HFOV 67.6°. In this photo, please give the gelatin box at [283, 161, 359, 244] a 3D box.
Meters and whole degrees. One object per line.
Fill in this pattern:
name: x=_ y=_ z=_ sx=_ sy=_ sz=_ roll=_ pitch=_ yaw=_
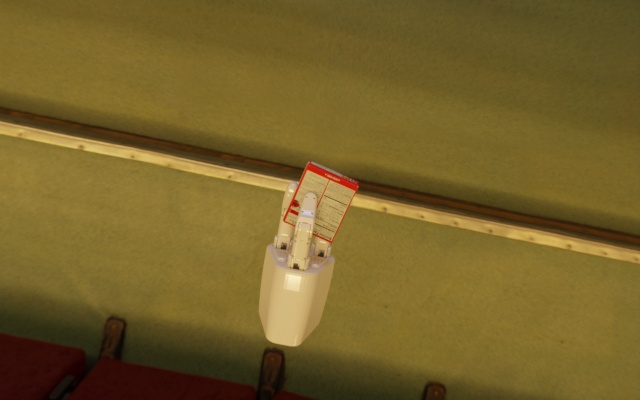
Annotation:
gelatin box: x=0.000 y=0.002 z=0.636 sx=0.073 sy=0.089 sz=0.030 roll=24 pitch=15 yaw=-2
